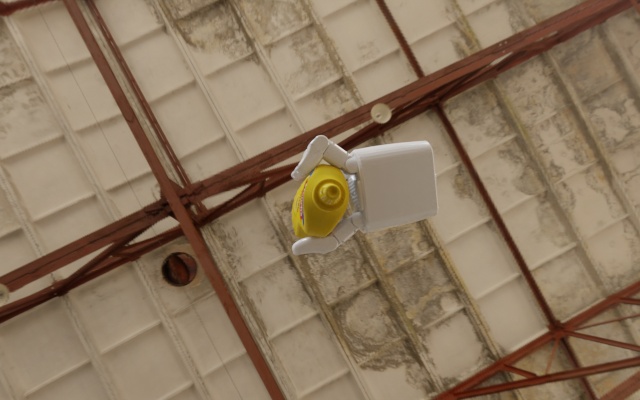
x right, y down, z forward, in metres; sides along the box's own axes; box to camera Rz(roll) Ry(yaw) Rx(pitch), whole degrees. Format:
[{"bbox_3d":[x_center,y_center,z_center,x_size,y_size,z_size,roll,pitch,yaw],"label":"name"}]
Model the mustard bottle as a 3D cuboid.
[{"bbox_3d":[0.000,0.002,0.647,0.058,0.096,0.191,14,-9,-8],"label":"mustard bottle"}]
